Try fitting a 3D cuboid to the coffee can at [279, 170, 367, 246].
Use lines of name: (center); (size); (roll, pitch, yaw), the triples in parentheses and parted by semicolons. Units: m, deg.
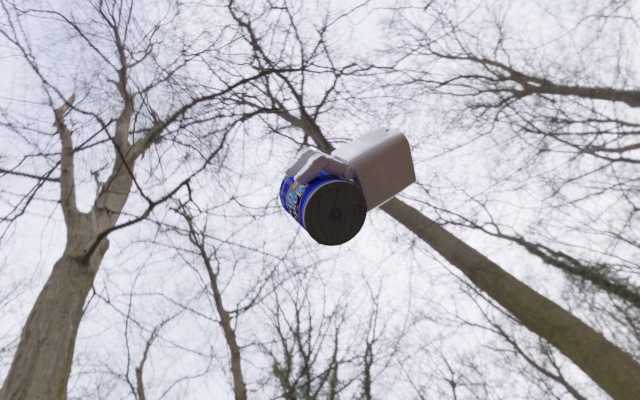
coffee can: (0.000, 0.003, 0.778); (0.103, 0.103, 0.140); (0, 15, -21)
